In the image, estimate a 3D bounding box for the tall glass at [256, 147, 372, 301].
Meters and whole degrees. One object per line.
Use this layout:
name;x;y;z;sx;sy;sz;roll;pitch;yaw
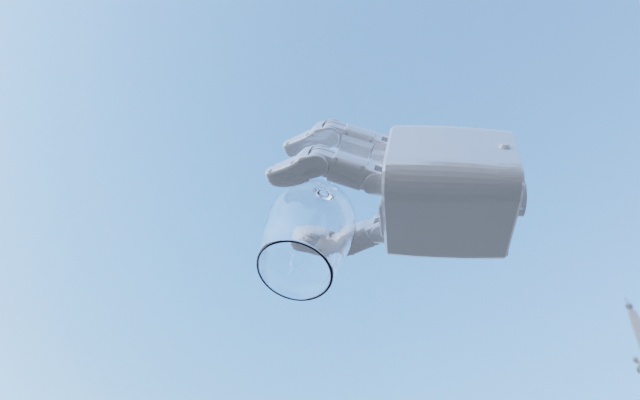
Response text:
tall glass;0.000;0.001;0.449;0.079;0.079;0.201;0;33;15
